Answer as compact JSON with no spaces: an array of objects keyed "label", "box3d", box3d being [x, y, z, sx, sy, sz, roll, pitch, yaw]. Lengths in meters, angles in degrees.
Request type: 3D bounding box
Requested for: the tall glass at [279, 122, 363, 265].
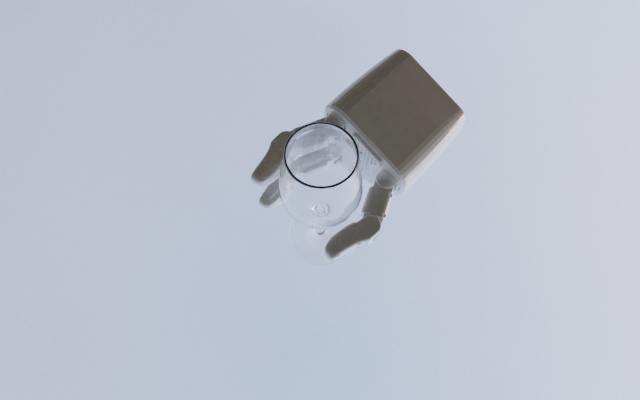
[{"label":"tall glass","box3d":[0.000,0.002,0.477,0.079,0.079,0.201,0,-23,0]}]
